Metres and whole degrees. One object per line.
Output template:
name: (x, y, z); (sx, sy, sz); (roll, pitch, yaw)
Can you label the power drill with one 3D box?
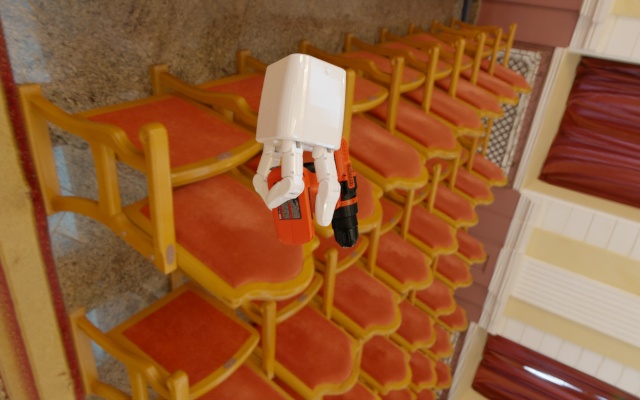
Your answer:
power drill: (0.000, 0.002, 0.700); (0.057, 0.184, 0.187); (-6, 11, 26)
